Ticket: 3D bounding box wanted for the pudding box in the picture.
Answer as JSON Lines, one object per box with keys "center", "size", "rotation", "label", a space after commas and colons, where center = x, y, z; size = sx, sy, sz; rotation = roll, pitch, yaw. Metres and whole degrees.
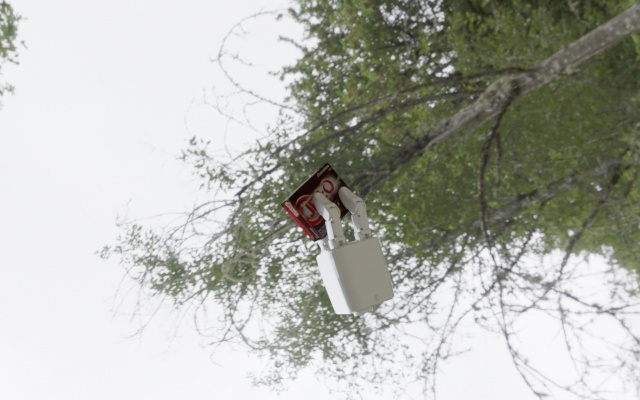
{"center": [0.000, 0.003, 0.823], "size": [0.113, 0.090, 0.039], "rotation": [-46, 10, -34], "label": "pudding box"}
